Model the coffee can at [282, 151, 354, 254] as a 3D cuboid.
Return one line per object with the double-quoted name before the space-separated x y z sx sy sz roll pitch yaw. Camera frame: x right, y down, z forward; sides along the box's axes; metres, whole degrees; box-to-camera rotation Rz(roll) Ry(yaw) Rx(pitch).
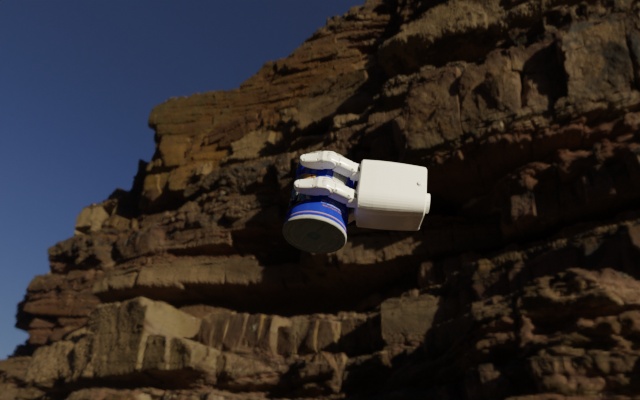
"coffee can" 0.000 0.003 0.796 0.103 0.140 0.103 7 -36 5
